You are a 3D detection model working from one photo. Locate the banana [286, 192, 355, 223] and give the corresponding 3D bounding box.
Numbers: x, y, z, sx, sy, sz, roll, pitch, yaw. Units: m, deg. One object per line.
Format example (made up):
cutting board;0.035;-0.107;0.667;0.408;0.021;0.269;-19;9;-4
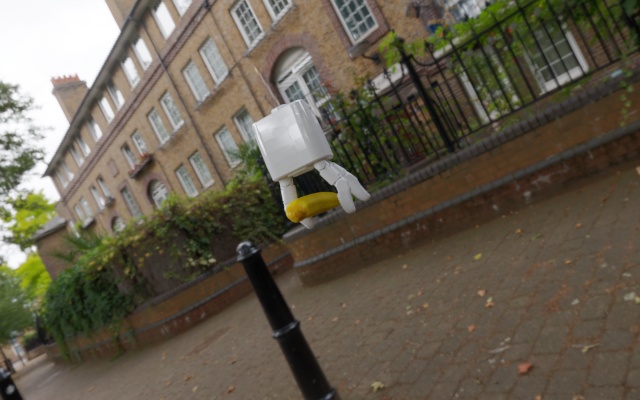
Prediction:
banana;-0.014;0.008;0.789;0.069;0.037;0.198;-20;-1;30
